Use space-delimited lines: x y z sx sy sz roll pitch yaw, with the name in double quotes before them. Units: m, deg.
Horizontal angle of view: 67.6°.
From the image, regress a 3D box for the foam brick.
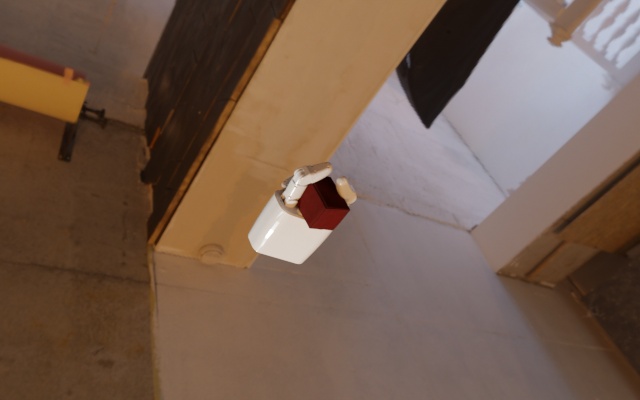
"foam brick" 0.000 0.003 0.760 0.053 0.078 0.051 8 -49 -41
